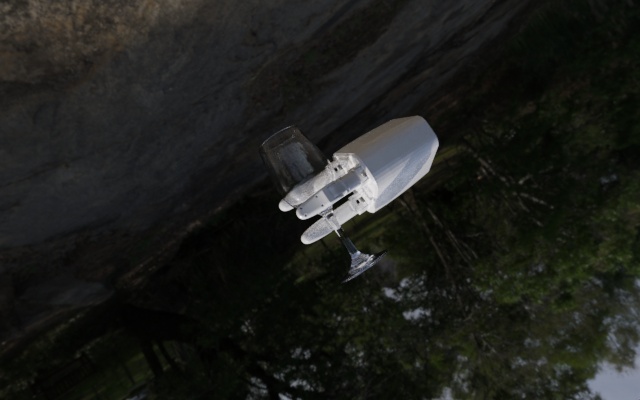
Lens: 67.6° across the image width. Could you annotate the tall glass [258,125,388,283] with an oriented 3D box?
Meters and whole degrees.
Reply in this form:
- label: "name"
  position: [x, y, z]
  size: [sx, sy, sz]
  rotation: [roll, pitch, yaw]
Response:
- label: "tall glass"
  position: [0.000, 0.003, 0.614]
  size: [0.079, 0.201, 0.079]
  rotation: [-34, -3, -2]
